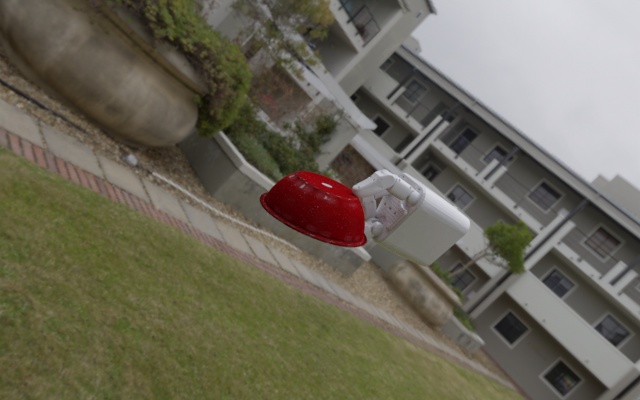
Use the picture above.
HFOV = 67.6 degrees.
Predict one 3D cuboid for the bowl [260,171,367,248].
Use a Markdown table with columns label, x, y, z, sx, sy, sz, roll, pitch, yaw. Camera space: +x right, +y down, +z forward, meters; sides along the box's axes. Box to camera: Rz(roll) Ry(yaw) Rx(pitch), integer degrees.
| label | x | y | z | sx | sy | sz | roll | pitch | yaw |
| --- | --- | --- | --- | --- | --- | --- | --- | --- | --- |
| bowl | -0.001 | 0.002 | 0.661 | 0.162 | 0.055 | 0.162 | 21 | 15 | -6 |
